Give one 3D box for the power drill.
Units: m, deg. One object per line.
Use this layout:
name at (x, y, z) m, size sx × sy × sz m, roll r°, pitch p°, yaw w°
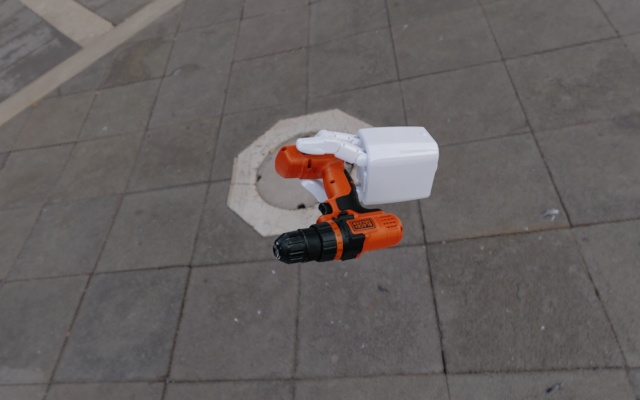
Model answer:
power drill at (0.000, 0.002, 0.664) m, size 0.184 × 0.187 × 0.057 m, roll -6°, pitch -39°, yaw -27°
